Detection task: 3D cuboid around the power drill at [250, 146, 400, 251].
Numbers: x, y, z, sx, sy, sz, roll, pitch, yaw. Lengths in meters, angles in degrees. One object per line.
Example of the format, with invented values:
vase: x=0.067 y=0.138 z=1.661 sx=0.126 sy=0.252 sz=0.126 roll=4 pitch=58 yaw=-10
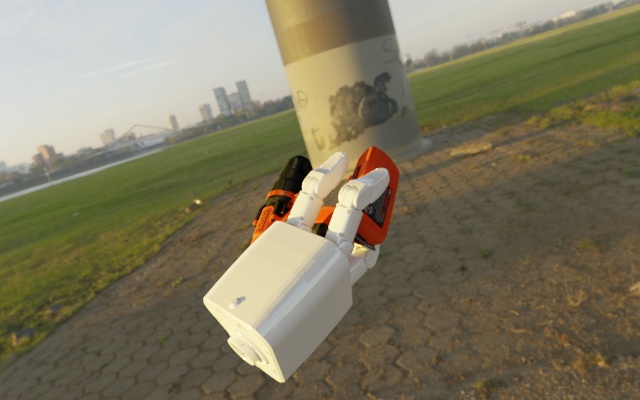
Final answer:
power drill: x=0.000 y=0.002 z=0.558 sx=0.057 sy=0.184 sz=0.188 roll=37 pitch=-37 yaw=-30
